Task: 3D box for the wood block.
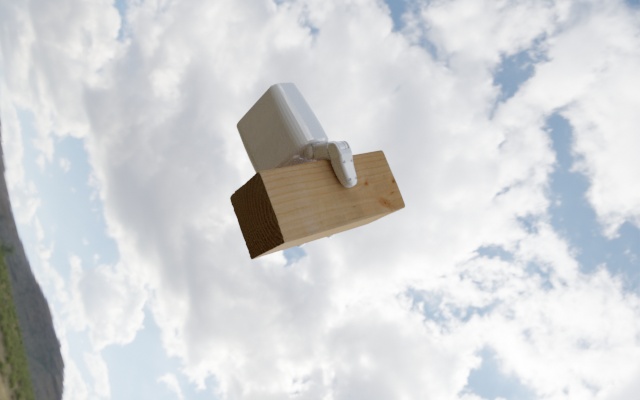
[{"bbox_3d":[0.000,0.002,0.634,0.206,0.090,0.091,-14,-11,-37],"label":"wood block"}]
